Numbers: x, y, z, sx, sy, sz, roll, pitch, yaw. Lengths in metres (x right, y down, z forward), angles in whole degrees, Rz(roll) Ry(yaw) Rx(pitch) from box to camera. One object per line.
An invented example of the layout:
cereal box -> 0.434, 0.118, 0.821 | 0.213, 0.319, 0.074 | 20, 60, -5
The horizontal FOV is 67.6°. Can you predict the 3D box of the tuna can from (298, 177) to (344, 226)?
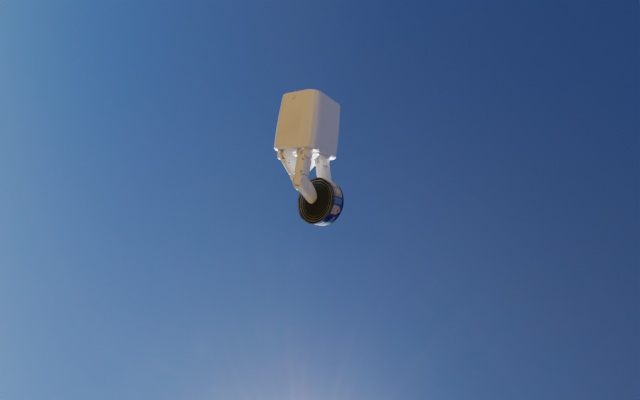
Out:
tuna can -> 0.001, 0.003, 0.869 | 0.086, 0.086, 0.034 | 0, -11, 42
